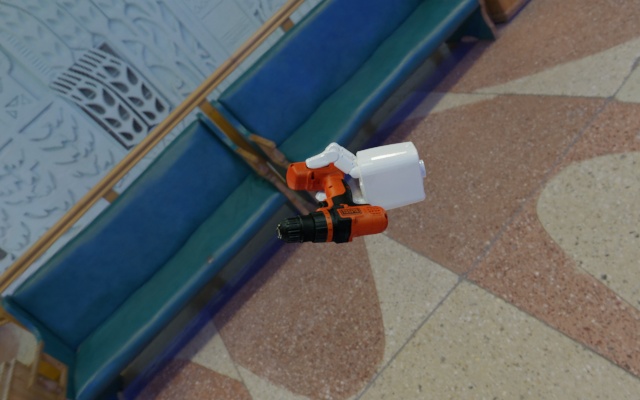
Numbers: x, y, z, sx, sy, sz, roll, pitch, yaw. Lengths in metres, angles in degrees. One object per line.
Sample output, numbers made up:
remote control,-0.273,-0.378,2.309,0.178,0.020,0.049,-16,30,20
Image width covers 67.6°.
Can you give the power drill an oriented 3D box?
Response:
power drill,0.000,0.002,0.815,0.184,0.057,0.187,-4,37,-18
